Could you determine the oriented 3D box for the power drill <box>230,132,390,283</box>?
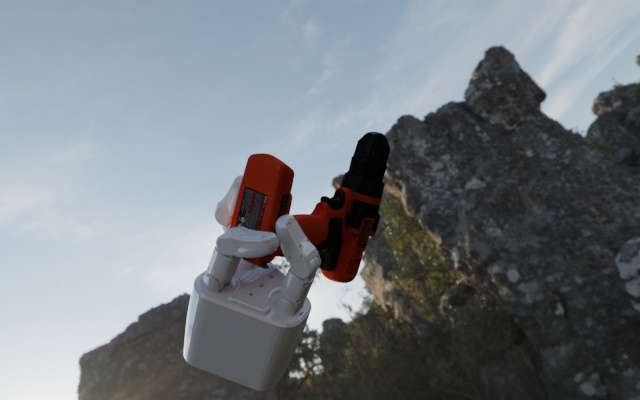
[{"bbox_3d":[0.000,0.002,0.517,0.057,0.184,0.188,18,6,42],"label":"power drill"}]
